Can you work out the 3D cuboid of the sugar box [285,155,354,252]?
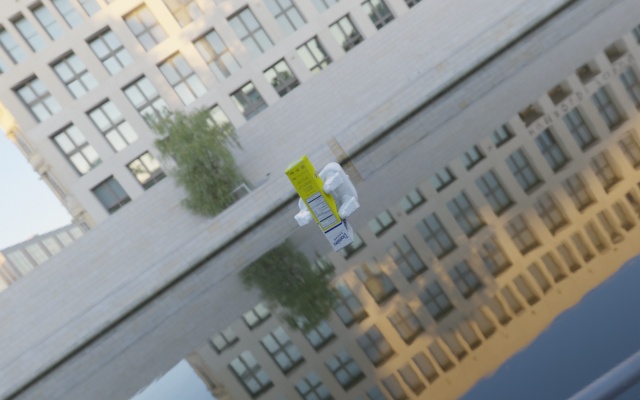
[{"bbox_3d":[0.001,0.003,0.893,0.048,0.176,0.093,-34,9,9],"label":"sugar box"}]
